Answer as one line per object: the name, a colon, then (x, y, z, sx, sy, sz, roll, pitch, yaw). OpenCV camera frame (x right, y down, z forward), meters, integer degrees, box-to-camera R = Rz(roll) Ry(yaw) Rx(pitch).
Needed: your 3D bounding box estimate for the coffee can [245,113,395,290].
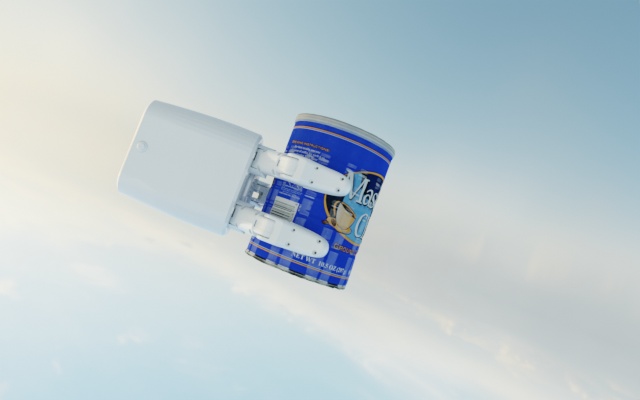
coffee can: (0.000, 0.001, 0.461, 0.103, 0.140, 0.103, 21, -4, 1)
